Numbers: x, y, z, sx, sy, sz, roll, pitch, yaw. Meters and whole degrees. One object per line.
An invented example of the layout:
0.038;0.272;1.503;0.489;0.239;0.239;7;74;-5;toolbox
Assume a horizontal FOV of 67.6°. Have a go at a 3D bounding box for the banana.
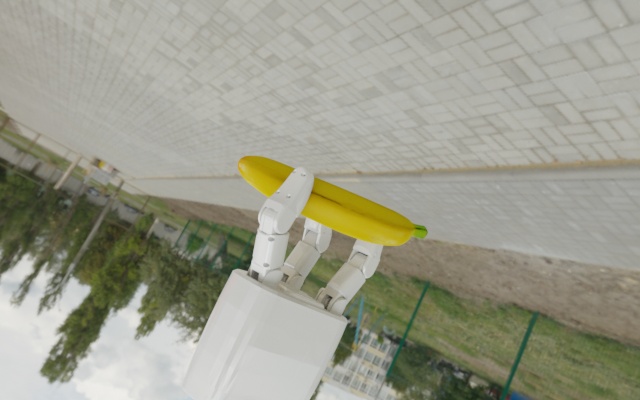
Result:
0.000;0.001;0.435;0.198;0.037;0.069;23;-2;12;banana
